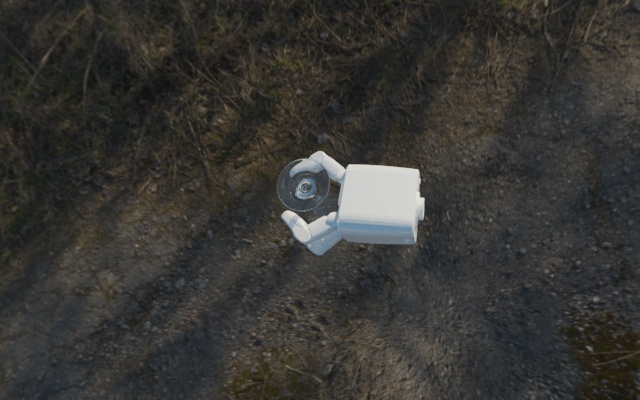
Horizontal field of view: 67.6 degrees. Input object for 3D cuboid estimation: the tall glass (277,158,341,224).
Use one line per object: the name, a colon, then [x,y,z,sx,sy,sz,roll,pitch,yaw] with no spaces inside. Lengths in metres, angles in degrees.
tall glass: [0.000,0.002,0.735,0.079,0.079,0.201,0,-14,14]
